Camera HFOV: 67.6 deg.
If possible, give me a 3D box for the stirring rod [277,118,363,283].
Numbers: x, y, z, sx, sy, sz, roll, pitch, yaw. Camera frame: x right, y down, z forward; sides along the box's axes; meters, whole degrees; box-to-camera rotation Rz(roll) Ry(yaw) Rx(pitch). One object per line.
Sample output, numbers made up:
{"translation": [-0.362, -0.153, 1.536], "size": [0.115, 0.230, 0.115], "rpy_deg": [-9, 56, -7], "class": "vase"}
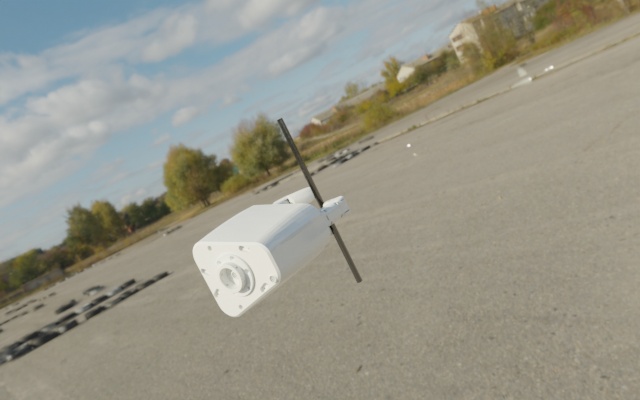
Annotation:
{"translation": [0.000, 0.002, 0.630], "size": [0.011, 0.239, 0.011], "rpy_deg": [-26, 6, 3], "class": "stirring rod"}
